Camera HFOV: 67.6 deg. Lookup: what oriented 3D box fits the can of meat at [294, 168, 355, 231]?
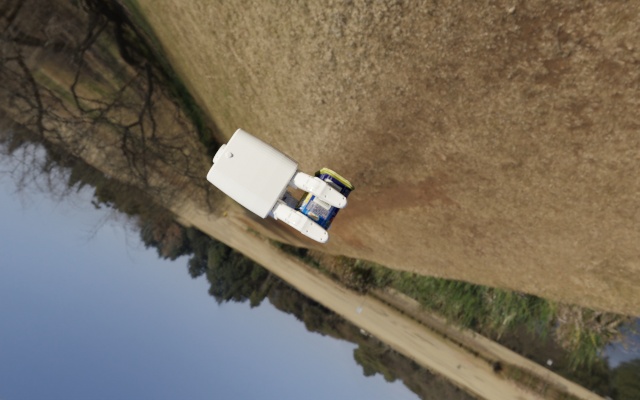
[{"bbox_3d":[0.000,0.003,0.744,0.057,0.084,0.102,34,-8,-9],"label":"can of meat"}]
